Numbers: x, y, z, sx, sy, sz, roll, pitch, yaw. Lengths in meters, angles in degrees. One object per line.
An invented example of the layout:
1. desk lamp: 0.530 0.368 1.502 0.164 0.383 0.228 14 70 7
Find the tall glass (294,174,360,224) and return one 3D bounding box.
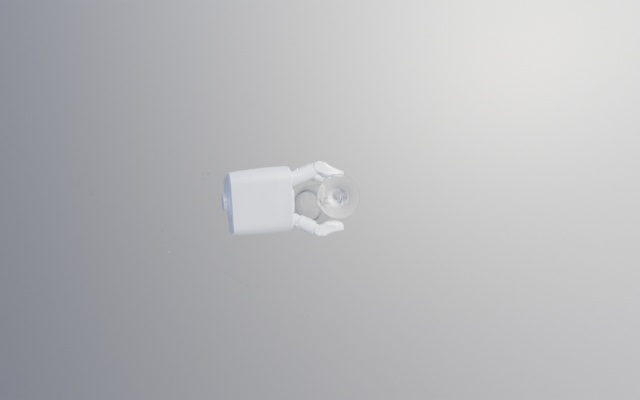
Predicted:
1. tall glass: 0.000 0.003 0.873 0.079 0.079 0.201 0 -6 -17
